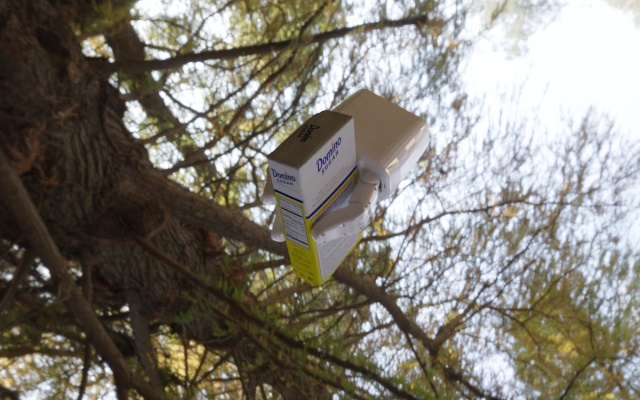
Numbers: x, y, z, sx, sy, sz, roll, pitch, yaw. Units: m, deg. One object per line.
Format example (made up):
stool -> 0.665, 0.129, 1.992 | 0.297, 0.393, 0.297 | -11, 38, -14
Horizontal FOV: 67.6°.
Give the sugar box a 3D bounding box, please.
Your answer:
sugar box -> 0.000, 0.001, 0.508 | 0.048, 0.176, 0.093 | 21, 50, 30
